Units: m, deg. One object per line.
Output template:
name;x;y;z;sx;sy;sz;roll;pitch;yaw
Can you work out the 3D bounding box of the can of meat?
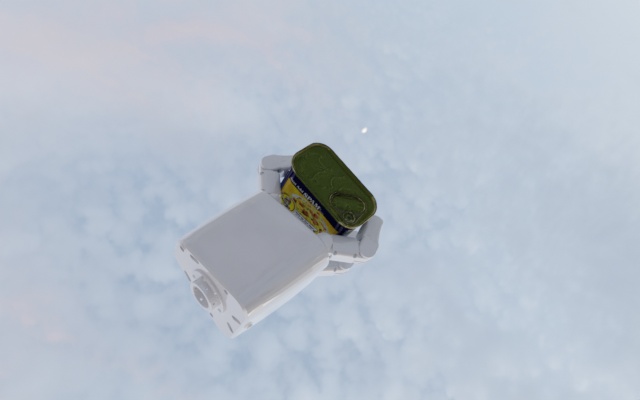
can of meat;0.000;0.002;0.529;0.057;0.102;0.084;-36;-9;-36
